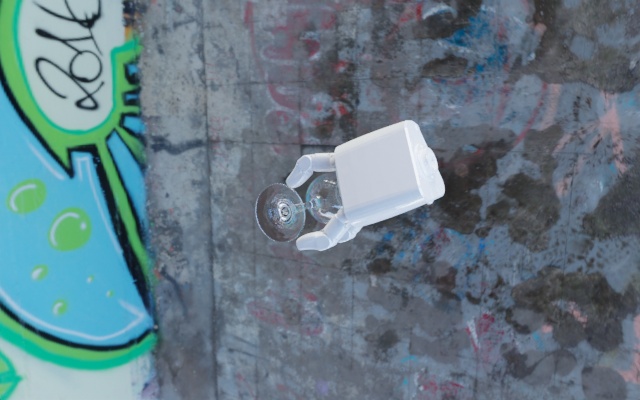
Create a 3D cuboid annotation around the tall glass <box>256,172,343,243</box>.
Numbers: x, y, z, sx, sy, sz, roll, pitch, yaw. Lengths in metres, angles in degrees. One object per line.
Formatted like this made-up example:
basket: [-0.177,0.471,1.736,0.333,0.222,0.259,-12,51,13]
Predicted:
tall glass: [0.000,0.002,0.672,0.079,0.079,0.201,0,8,31]
